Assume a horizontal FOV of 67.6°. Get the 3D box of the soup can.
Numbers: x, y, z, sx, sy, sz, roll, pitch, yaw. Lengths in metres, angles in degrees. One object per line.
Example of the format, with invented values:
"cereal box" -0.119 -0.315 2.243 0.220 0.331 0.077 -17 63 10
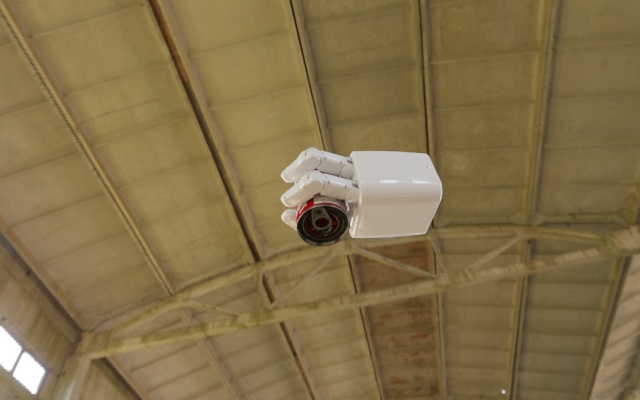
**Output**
"soup can" 0.000 0.002 0.637 0.068 0.069 0.102 0 38 -5
